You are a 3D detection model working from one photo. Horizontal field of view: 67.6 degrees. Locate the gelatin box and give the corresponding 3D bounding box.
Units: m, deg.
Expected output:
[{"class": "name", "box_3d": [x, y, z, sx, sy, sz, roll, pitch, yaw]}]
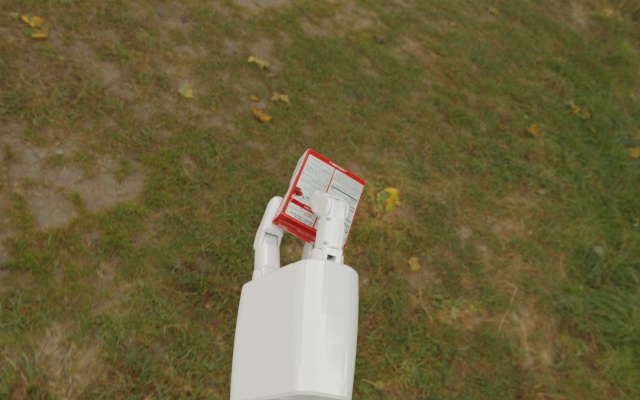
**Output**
[{"class": "gelatin box", "box_3d": [0.000, 0.001, 0.493, 0.073, 0.089, 0.030, 29, -33, -13]}]
